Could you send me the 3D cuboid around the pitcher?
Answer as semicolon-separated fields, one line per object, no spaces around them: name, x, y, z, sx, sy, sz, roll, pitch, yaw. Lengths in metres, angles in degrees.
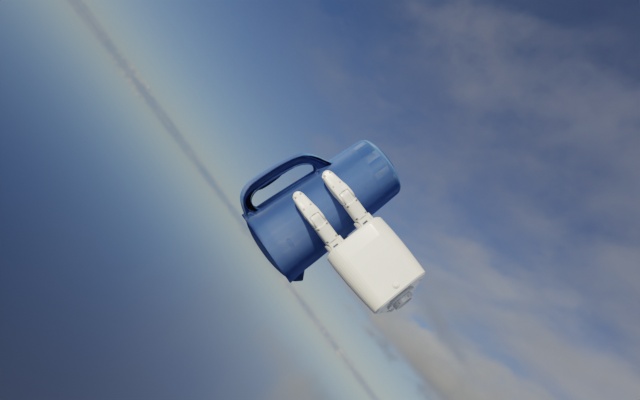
pitcher;0.000;0.003;0.764;0.243;0.145;0.149;-36;-22;-9
